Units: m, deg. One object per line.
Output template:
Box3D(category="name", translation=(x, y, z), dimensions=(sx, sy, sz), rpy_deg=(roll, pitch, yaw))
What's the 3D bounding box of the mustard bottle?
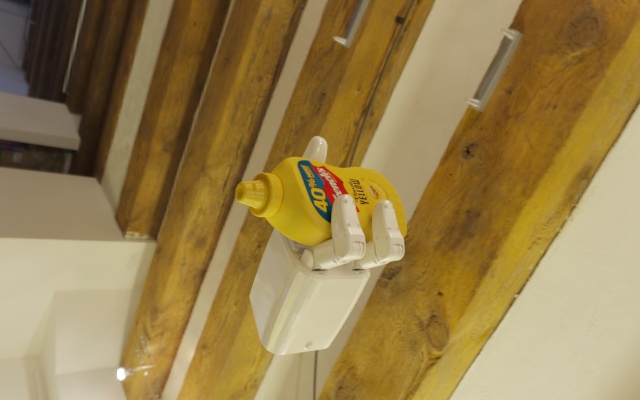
Box3D(category="mustard bottle", translation=(0.000, 0.001, 0.487), dimensions=(0.191, 0.096, 0.058), rpy_deg=(7, -39, -40))
